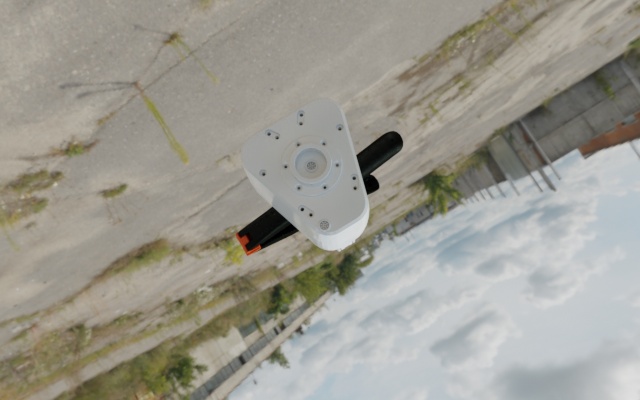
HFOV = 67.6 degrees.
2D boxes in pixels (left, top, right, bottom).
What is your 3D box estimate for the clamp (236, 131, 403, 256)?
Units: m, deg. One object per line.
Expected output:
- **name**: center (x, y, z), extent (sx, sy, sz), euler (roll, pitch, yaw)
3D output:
- **clamp**: center (0.000, 0.003, 0.572), extent (0.210, 0.036, 0.164), euler (-31, -13, -4)
